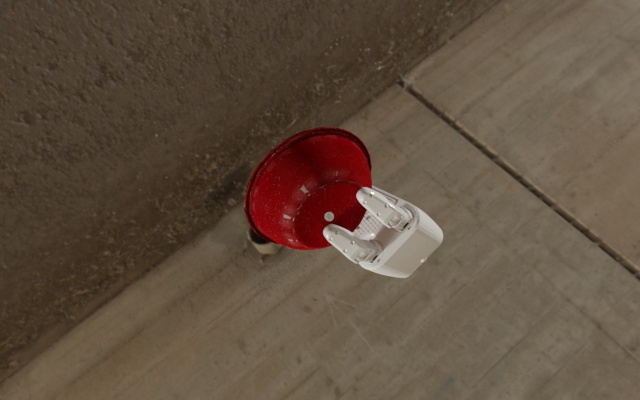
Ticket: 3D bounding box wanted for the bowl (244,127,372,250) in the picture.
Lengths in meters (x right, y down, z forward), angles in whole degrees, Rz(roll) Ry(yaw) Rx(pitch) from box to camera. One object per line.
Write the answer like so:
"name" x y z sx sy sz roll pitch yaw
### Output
"bowl" -0.001 0.002 0.533 0.162 0.162 0.055 0 34 -32
